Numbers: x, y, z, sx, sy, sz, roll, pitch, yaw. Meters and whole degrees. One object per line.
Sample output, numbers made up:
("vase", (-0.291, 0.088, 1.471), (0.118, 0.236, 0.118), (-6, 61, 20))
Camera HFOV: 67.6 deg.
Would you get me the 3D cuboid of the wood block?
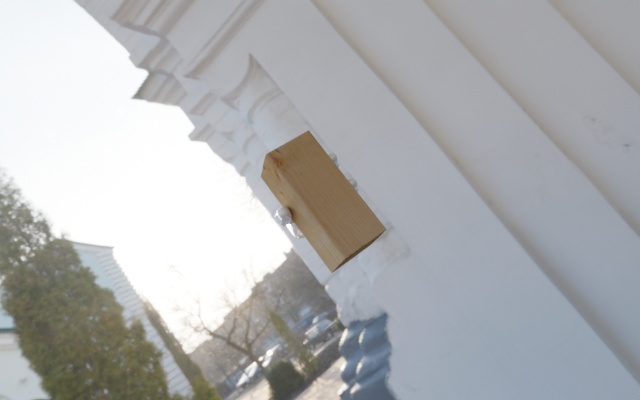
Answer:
("wood block", (0.000, 0.003, 0.784), (0.091, 0.206, 0.090), (-33, -12, -23))
